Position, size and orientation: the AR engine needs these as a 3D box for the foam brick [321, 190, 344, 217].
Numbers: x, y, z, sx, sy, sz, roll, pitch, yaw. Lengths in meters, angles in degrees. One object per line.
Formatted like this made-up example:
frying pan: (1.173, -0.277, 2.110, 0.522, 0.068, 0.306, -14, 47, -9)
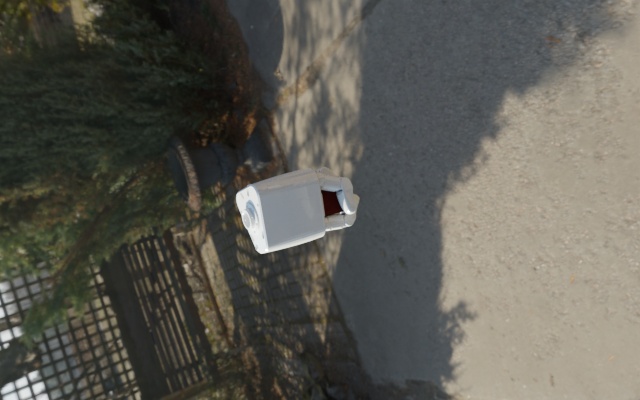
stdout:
foam brick: (0.000, 0.003, 0.810, 0.051, 0.053, 0.078, -14, -3, -30)
